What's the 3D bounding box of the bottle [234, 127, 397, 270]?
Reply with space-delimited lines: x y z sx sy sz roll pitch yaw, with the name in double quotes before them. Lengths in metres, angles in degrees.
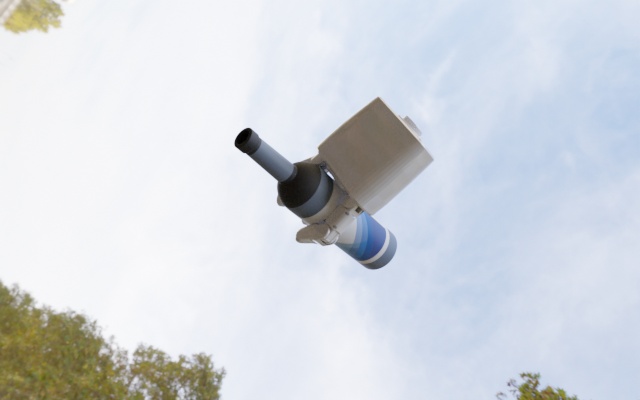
"bottle" 0.000 0.002 0.621 0.069 0.069 0.296 0 -29 42
